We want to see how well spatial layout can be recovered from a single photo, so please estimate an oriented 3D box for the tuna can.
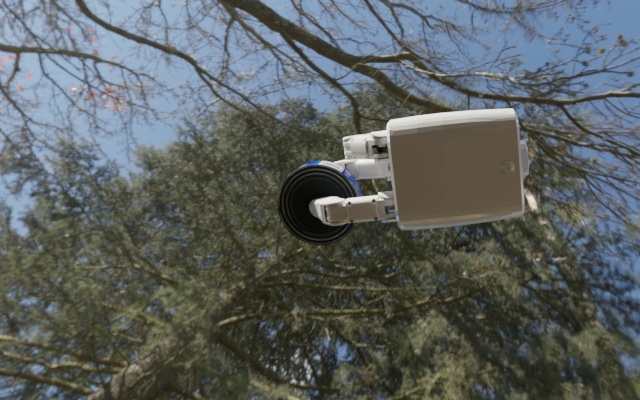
[{"bbox_3d":[0.000,0.002,0.503,0.086,0.086,0.033,0,14,11],"label":"tuna can"}]
